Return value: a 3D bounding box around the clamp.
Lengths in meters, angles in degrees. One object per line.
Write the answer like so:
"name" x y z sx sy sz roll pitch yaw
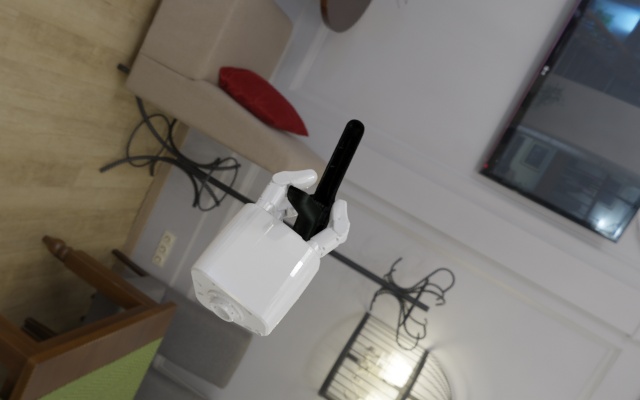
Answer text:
"clamp" 0.001 0.003 0.627 0.036 0.164 0.210 29 -36 13
